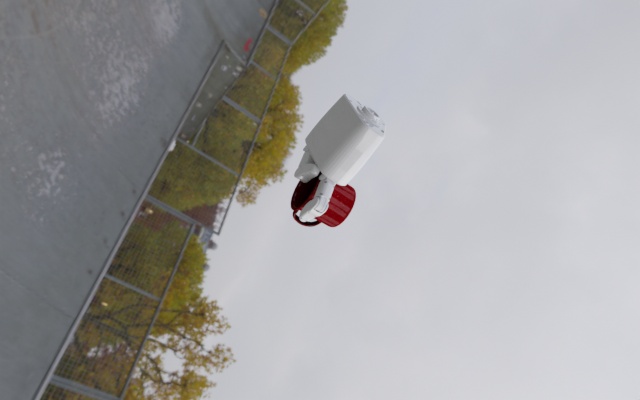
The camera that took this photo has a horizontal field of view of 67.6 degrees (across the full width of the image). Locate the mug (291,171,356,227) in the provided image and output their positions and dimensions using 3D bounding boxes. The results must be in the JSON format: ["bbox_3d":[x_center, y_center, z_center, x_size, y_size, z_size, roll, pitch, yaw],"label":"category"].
[{"bbox_3d":[-0.001,0.004,0.830,0.081,0.117,0.093,30,26,-21],"label":"mug"}]
